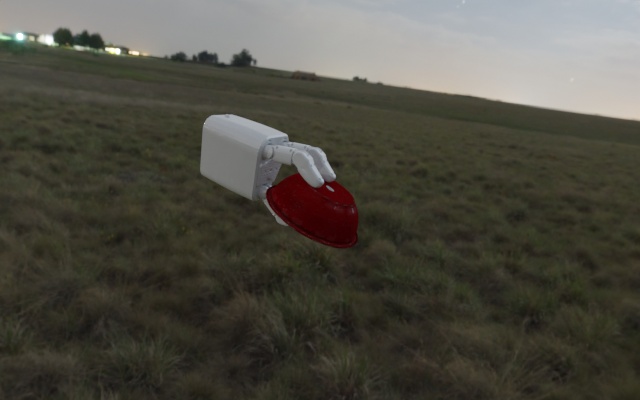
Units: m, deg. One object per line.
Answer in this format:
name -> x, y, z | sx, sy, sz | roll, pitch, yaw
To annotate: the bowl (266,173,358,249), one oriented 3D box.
bowl -> 0.001, 0.003, 0.732 | 0.162, 0.055, 0.162 | 27, 21, -11
